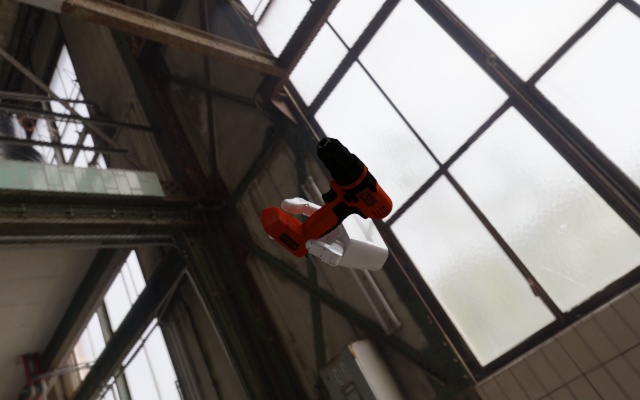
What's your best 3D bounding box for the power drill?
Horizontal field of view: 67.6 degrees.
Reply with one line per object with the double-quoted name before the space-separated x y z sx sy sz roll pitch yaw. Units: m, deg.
"power drill" 0.000 0.003 0.755 0.188 0.057 0.184 -31 -51 18
